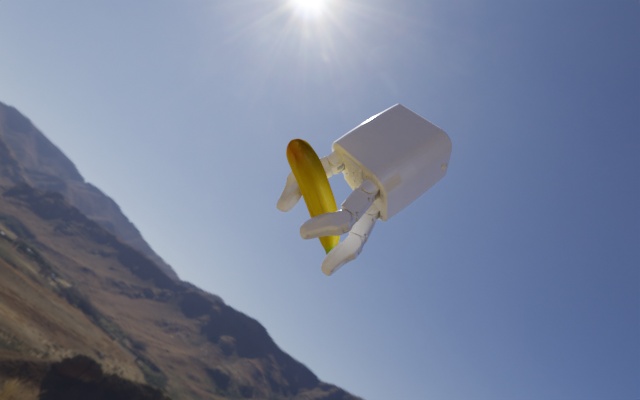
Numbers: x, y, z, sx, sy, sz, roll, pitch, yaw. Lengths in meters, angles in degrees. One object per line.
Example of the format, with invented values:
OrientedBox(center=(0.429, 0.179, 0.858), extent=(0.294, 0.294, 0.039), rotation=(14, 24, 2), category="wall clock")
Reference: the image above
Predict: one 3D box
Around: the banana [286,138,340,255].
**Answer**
OrientedBox(center=(-0.004, -0.007, 0.563), extent=(0.037, 0.198, 0.069), rotation=(-21, 41, -1), category="banana")
